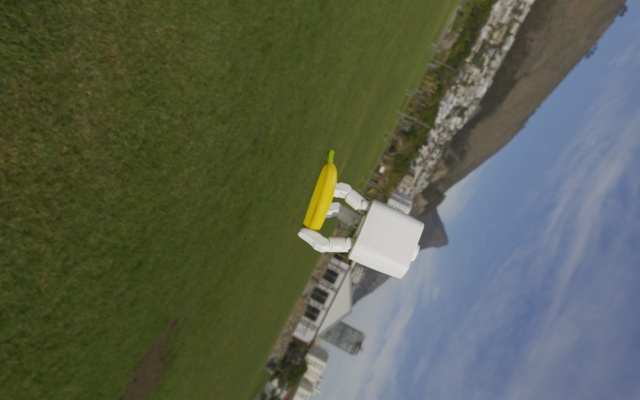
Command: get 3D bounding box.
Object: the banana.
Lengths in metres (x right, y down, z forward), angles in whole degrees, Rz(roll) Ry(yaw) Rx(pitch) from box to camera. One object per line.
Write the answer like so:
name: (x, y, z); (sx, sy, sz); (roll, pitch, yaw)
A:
banana: (-0.002, 0.009, 0.865); (0.037, 0.198, 0.069); (20, 32, 0)
